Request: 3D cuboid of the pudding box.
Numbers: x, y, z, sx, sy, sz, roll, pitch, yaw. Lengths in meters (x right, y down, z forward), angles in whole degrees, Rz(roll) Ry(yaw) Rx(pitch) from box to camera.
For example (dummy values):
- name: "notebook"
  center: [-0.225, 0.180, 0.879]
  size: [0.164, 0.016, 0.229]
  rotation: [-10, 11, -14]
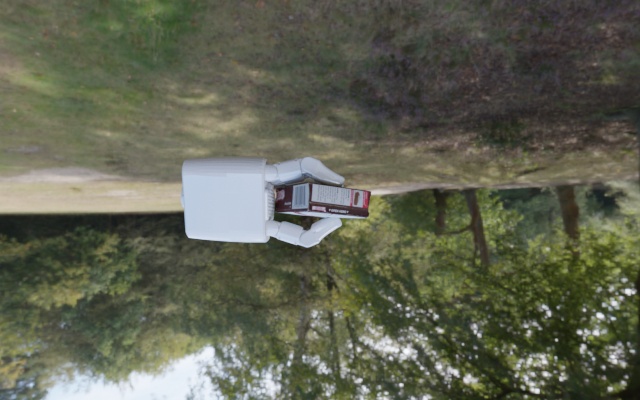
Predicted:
- name: "pudding box"
  center: [0.000, 0.002, 0.635]
  size: [0.090, 0.039, 0.113]
  rotation: [6, -3, -26]
